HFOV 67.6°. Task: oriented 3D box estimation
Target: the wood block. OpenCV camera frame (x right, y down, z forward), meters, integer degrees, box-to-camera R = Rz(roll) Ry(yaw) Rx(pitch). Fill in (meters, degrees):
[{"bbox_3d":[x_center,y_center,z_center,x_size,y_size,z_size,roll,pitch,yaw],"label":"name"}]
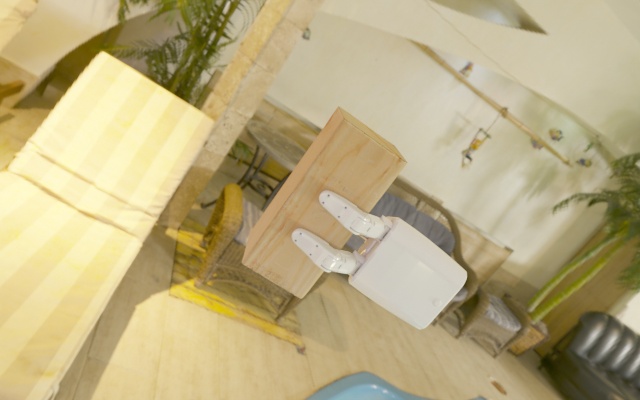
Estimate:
[{"bbox_3d":[0.000,0.002,0.579,0.090,0.206,0.090,33,15,-12],"label":"wood block"}]
